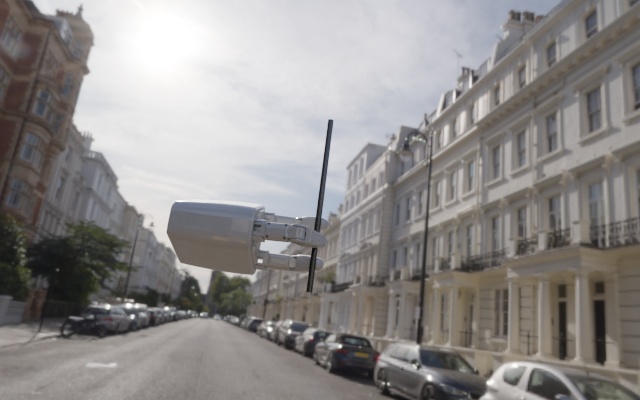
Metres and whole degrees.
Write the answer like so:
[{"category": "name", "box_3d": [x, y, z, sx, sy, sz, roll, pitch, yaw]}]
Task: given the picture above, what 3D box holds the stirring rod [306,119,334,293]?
[{"category": "stirring rod", "box_3d": [0.000, 0.002, 0.642, 0.011, 0.239, 0.011, 7, -15, 2]}]
